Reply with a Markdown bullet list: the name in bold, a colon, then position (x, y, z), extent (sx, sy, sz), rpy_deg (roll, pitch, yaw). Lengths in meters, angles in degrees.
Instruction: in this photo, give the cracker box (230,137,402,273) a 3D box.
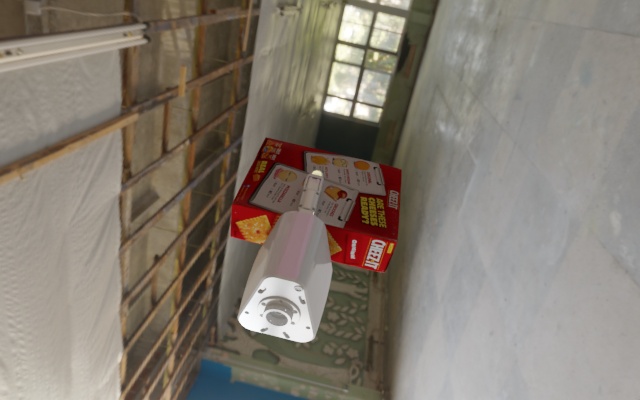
- **cracker box**: position (0.000, 0.002, 0.674), extent (0.213, 0.072, 0.164), rpy_deg (14, 40, 1)
